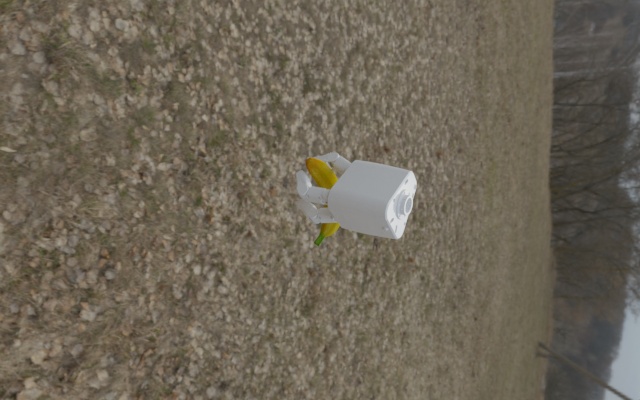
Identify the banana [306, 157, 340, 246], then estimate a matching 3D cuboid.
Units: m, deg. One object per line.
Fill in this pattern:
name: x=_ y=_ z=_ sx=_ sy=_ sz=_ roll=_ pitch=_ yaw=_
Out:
banana: x=0.012 y=-0.004 z=0.880 sx=0.037 sy=0.198 sz=0.069 roll=21 pitch=44 yaw=33
